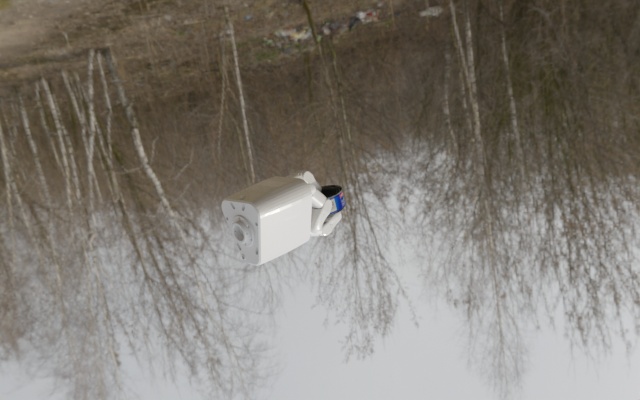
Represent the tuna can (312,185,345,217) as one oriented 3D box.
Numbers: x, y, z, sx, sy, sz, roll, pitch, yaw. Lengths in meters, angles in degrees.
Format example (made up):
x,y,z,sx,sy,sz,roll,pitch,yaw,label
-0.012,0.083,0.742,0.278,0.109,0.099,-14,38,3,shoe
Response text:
x,y,z,sx,sy,sz,roll,pitch,yaw,label
0.000,0.003,0.849,0.086,0.034,0.086,-13,17,4,tuna can
